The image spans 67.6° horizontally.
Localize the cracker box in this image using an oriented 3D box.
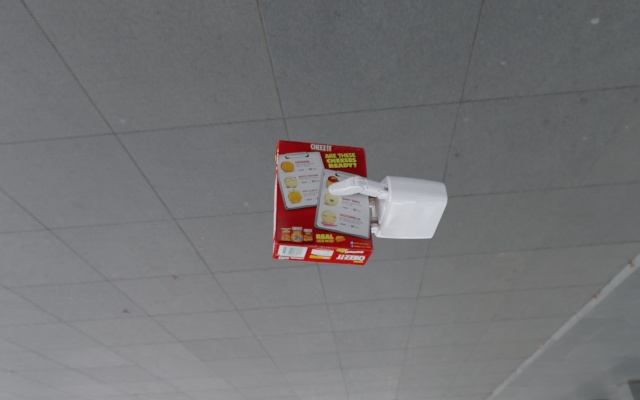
[{"bbox_3d":[0.000,0.003,0.844,0.164,0.213,0.072,5,-33,-10],"label":"cracker box"}]
